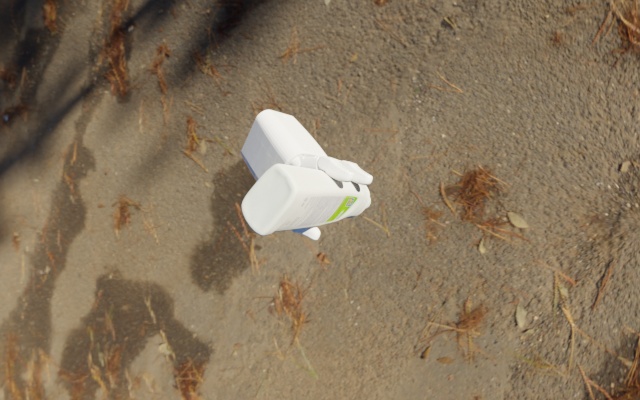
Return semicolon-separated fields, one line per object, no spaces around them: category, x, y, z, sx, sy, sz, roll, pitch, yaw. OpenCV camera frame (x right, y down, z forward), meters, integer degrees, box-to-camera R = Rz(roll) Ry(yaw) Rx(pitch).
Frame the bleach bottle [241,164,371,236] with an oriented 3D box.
bleach bottle;0.000;0.002;0.738;0.102;0.068;0.251;-48;-26;23
